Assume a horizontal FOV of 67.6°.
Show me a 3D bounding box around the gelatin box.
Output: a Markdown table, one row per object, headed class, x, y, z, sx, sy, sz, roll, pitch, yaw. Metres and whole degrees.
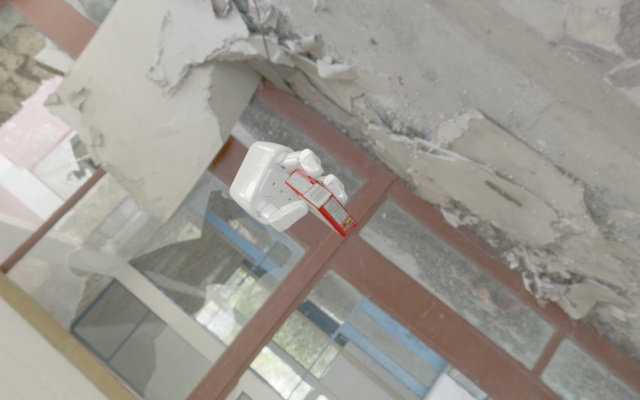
| class | x | y | z | sx | sy | sz | roll | pitch | yaw |
| --- | --- | --- | --- | --- | --- | --- | --- | --- | --- |
| gelatin box | 0.000 | 0.003 | 0.640 | 0.089 | 0.030 | 0.073 | 38 | -9 | 47 |
